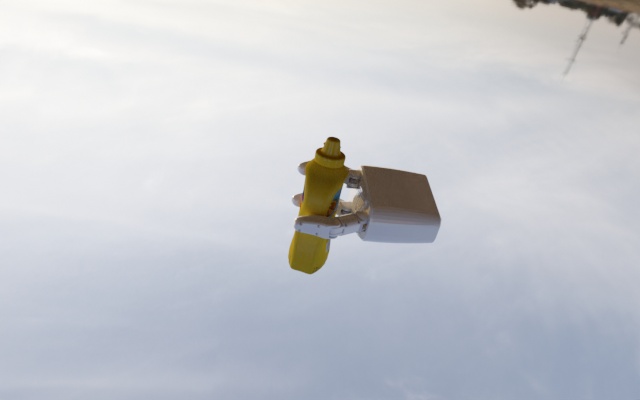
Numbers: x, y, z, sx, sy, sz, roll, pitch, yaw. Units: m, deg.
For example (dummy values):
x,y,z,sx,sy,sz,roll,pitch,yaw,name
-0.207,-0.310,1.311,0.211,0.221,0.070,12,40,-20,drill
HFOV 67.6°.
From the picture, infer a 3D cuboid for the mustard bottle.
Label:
x,y,z,sx,sy,sz,roll,pitch,yaw,name
0.000,0.002,0.664,0.058,0.192,0.096,17,30,8,mustard bottle
